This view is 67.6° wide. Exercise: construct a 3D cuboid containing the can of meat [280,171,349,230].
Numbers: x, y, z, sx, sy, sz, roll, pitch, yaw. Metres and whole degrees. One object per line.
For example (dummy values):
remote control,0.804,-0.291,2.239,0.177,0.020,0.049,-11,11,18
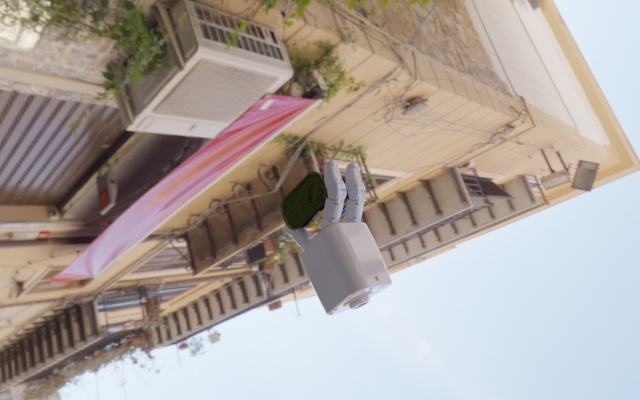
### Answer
can of meat,0.000,0.003,0.769,0.084,0.057,0.102,3,-39,-49
